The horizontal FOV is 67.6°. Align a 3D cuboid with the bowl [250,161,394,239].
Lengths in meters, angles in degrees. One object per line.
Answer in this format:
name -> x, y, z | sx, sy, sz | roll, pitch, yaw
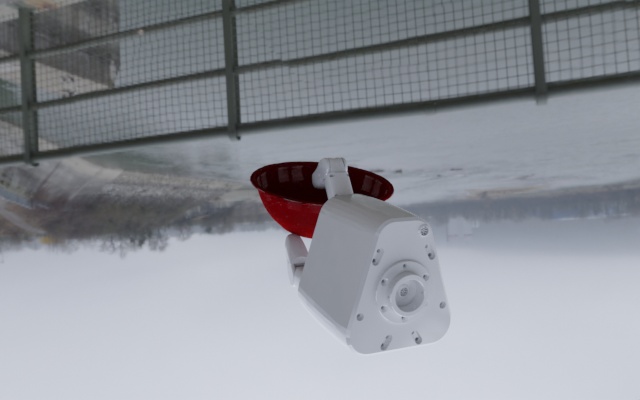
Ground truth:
bowl -> 0.000, 0.002, 0.547 | 0.162, 0.055, 0.162 | 5, 20, -2
